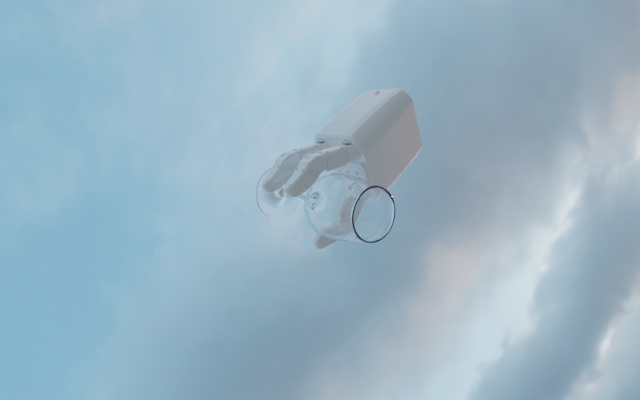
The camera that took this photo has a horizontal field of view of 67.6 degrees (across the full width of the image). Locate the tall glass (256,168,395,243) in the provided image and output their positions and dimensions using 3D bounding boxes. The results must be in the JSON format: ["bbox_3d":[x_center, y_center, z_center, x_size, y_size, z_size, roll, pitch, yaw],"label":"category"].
[{"bbox_3d":[0.000,0.002,0.585,0.079,0.079,0.201,0,8,-35],"label":"tall glass"}]
